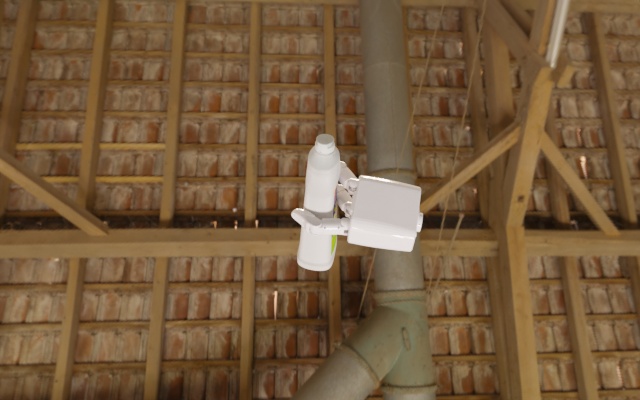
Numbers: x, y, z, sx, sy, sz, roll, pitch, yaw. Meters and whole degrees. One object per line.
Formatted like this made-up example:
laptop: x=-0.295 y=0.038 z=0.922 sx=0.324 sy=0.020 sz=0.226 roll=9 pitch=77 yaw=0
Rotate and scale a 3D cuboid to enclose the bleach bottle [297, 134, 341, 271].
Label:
bleach bottle: x=0.000 y=0.003 z=0.818 sx=0.068 sy=0.251 sz=0.102 roll=9 pitch=43 yaw=5
